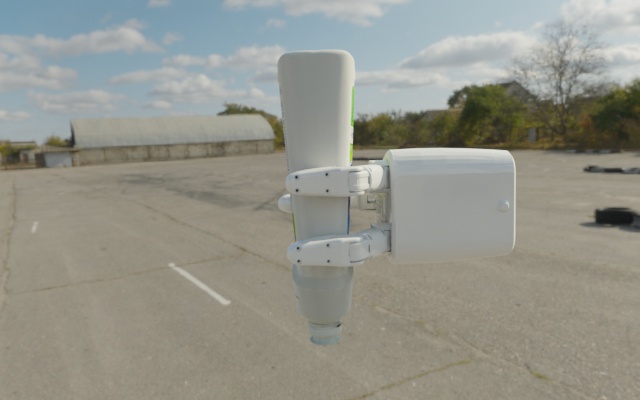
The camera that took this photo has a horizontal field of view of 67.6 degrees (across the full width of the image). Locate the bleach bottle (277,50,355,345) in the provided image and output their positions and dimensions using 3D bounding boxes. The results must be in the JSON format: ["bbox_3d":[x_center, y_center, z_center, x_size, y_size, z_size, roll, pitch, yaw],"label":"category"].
[{"bbox_3d":[0.000,0.001,0.431,0.068,0.251,0.102,-2,6,1],"label":"bleach bottle"}]
